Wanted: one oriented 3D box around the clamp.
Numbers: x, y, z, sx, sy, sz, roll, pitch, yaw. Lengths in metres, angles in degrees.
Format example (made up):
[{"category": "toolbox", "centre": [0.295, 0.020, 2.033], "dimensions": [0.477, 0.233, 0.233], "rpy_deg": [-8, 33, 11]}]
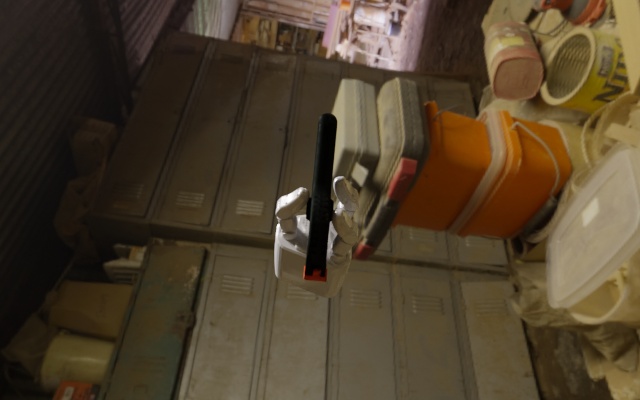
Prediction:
[{"category": "clamp", "centre": [-0.001, 0.003, 0.629], "dimensions": [0.036, 0.209, 0.165], "rpy_deg": [5, -38, -1]}]
